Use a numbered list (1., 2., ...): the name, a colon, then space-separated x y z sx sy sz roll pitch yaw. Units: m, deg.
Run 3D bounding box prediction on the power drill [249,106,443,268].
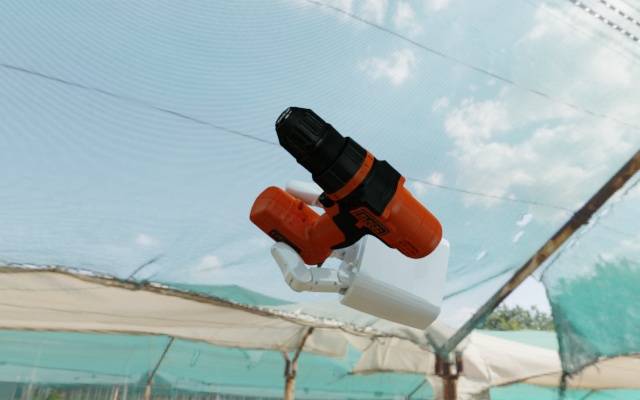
1. power drill: 0.000 0.002 0.474 0.184 0.057 0.188 41 -29 -16
